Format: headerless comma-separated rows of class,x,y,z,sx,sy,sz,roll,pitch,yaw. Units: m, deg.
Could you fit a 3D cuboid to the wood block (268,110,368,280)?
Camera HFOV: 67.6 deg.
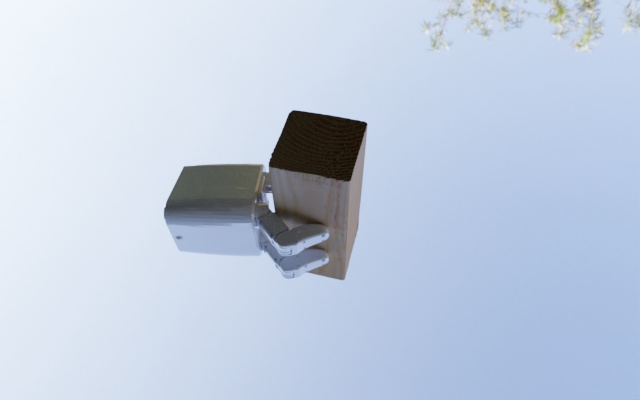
wood block,0.000,0.002,0.583,0.090,0.090,0.206,11,-36,9
